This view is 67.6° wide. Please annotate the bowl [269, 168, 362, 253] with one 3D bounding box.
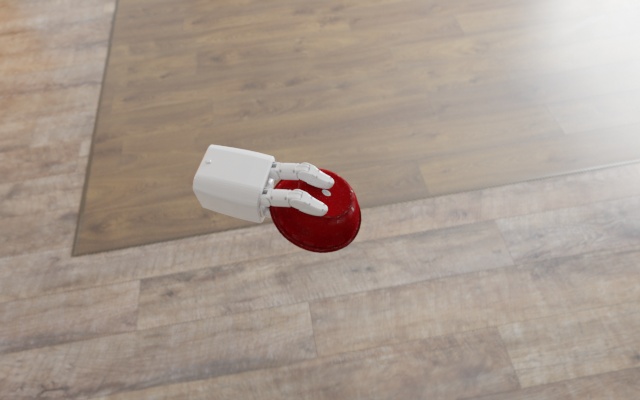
[{"bbox_3d":[0.002,0.002,0.783,0.162,0.162,0.055,0,-32,-20],"label":"bowl"}]
